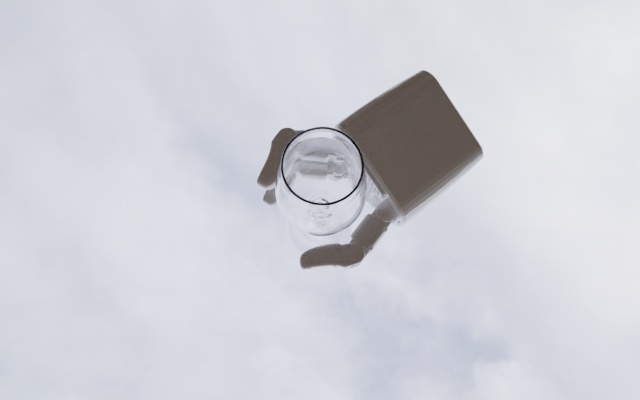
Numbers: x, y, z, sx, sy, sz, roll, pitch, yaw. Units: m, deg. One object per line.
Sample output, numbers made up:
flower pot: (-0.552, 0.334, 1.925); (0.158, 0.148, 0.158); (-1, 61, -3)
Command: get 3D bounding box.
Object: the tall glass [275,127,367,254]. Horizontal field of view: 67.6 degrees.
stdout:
tall glass: (0.000, 0.002, 0.444); (0.079, 0.079, 0.201); (0, -16, -1)
